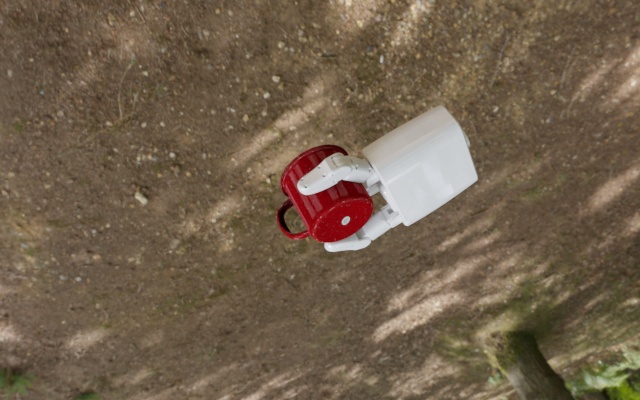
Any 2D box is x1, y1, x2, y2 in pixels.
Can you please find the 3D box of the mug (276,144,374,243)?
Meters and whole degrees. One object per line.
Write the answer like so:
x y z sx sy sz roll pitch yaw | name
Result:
-0.001 0.003 0.564 0.117 0.081 0.093 -33 -34 5 | mug
